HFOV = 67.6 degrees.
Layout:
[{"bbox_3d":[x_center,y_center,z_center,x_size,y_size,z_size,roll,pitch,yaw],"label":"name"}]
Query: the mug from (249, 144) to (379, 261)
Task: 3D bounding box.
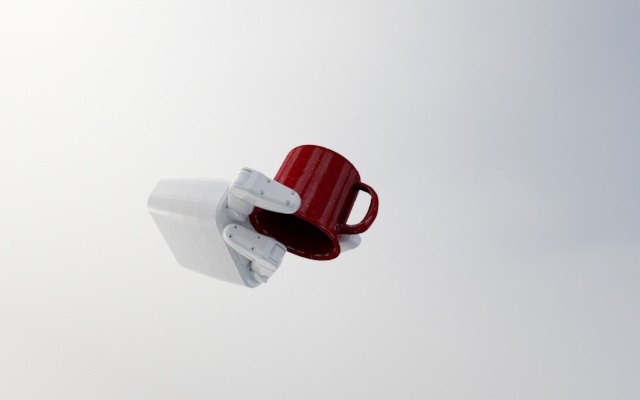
[{"bbox_3d":[0.001,0.001,0.456,0.117,0.081,0.093,6,-33,31],"label":"mug"}]
